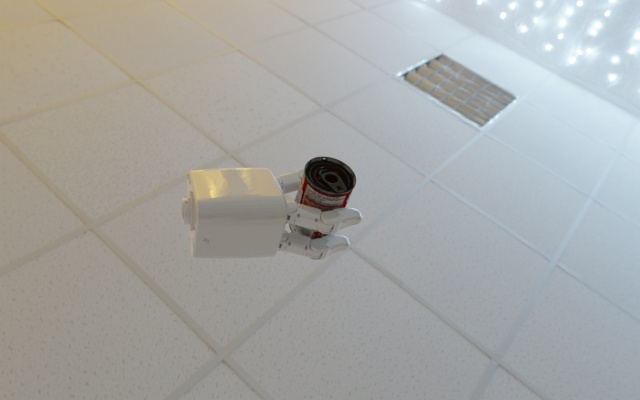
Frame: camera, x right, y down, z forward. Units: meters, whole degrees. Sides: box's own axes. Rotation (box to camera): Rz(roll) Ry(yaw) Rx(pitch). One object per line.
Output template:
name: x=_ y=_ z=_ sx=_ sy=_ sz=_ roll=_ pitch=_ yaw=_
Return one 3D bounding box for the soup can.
soup can: x=0.000 y=0.002 z=0.633 sx=0.068 sy=0.068 sz=0.102 roll=0 pitch=-43 yaw=-20
